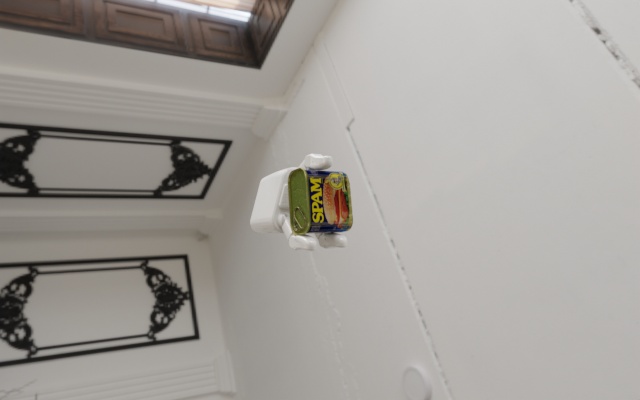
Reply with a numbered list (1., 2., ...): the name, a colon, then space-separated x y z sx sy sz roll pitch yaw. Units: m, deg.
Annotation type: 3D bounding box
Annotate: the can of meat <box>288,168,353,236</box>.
1. can of meat: 0.000 0.002 0.747 0.084 0.102 0.057 1 -9 -32
